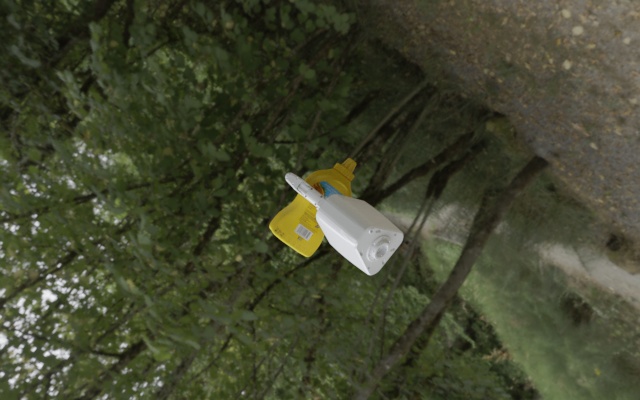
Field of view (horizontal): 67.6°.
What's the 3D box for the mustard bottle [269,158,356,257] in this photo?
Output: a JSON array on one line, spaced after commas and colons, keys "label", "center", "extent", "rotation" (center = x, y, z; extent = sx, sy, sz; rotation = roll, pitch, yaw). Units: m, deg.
[{"label": "mustard bottle", "center": [0.000, 0.003, 0.870], "extent": [0.096, 0.191, 0.058], "rotation": [38, 1, -23]}]
